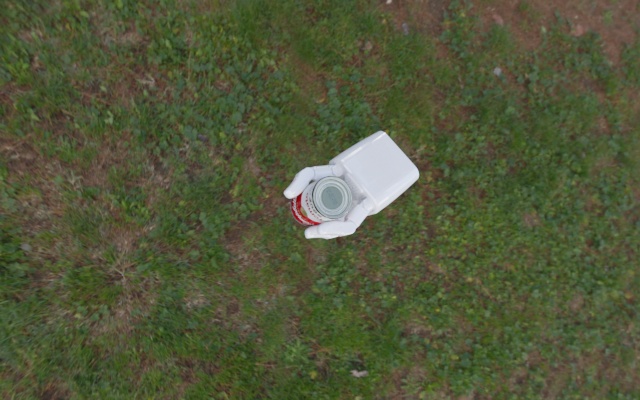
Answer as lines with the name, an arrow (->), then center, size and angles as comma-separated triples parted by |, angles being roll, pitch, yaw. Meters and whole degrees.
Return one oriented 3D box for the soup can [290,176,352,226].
soup can -> 0.000, 0.003, 0.759 | 0.068, 0.068, 0.102 | 0, -8, -23
